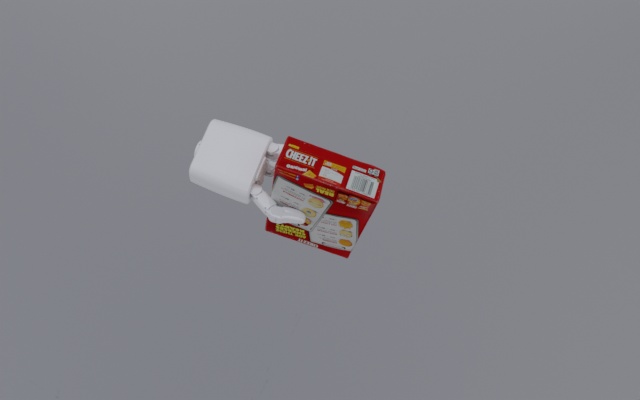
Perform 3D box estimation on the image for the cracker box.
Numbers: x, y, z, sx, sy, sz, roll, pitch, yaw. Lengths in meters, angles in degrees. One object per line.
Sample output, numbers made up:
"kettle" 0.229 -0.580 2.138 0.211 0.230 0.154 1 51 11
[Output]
"cracker box" 0.000 0.003 0.802 0.164 0.072 0.214 19 -31 0
